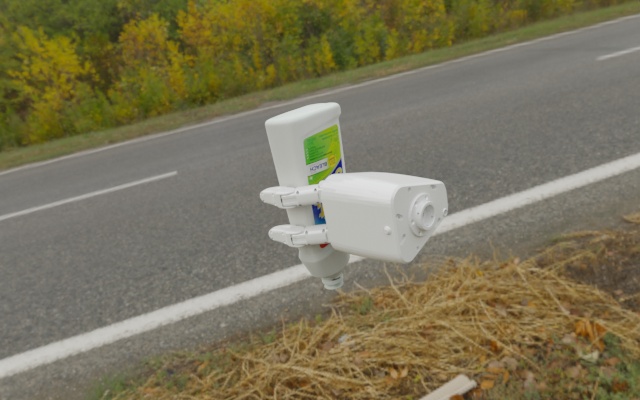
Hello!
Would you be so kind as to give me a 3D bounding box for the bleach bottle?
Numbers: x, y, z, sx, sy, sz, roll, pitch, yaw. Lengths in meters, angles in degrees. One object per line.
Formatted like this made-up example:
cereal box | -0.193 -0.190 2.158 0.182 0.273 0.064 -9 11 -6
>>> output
bleach bottle | 0.000 0.002 0.652 0.068 0.251 0.102 8 28 45
